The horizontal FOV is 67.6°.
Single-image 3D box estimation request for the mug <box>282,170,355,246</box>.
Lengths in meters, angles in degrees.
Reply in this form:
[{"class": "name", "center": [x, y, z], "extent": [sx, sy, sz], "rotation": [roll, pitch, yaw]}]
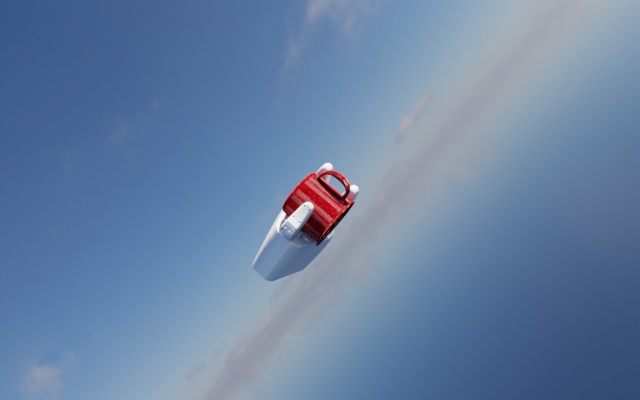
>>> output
[{"class": "mug", "center": [0.001, 0.001, 0.747], "extent": [0.081, 0.117, 0.093], "rotation": [40, 33, 7]}]
